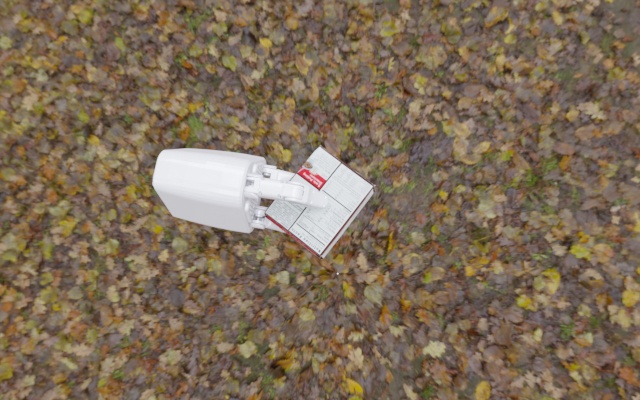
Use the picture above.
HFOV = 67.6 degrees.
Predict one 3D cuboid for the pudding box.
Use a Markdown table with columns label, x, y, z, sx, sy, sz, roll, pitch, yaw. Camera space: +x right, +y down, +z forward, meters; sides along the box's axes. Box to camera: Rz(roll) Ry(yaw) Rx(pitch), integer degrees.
| label | x | y | z | sx | sy | sz | roll | pitch | yaw |
| --- | --- | --- | --- | --- | --- | --- | --- | --- | --- |
| pudding box | 0.000 | 0.002 | 0.588 | 0.090 | 0.113 | 0.039 | 38 | -5 | 8 |
